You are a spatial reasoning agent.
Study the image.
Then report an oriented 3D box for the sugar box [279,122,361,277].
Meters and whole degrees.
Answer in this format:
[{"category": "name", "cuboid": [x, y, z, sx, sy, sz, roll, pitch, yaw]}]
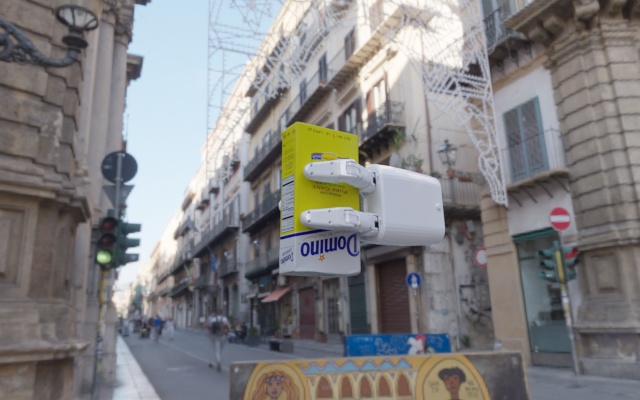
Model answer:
[{"category": "sugar box", "cuboid": [0.001, 0.002, 0.574, 0.093, 0.176, 0.048, 7, -17, -31]}]
